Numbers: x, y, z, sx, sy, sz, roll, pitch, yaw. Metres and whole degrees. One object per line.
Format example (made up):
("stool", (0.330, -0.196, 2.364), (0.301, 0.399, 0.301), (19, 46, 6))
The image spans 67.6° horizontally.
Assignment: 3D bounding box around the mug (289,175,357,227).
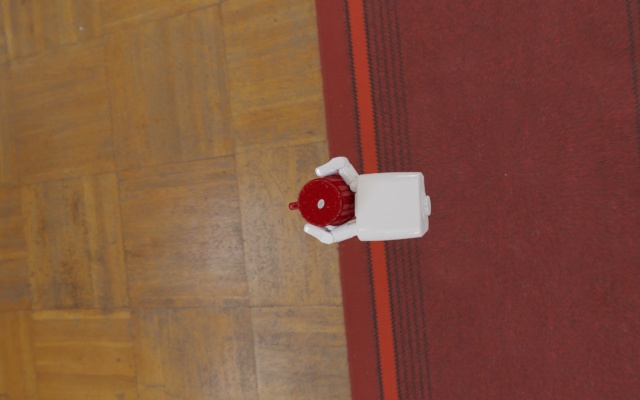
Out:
("mug", (-0.001, 0.003, 0.827), (0.117, 0.093, 0.081), (-5, 1, 20))
